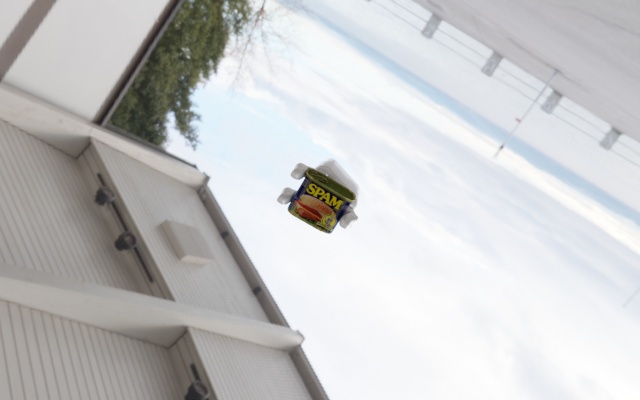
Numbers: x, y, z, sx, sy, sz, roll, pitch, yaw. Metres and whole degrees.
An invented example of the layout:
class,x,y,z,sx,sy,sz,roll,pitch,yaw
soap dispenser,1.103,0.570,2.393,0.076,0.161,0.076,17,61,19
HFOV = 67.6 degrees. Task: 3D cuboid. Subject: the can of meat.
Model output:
class,x,y,z,sx,sy,sz,roll,pitch,yaw
can of meat,0.000,0.003,0.885,0.102,0.084,0.057,31,19,-3
